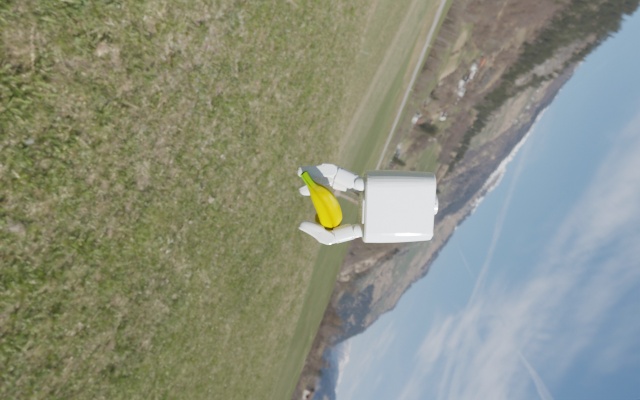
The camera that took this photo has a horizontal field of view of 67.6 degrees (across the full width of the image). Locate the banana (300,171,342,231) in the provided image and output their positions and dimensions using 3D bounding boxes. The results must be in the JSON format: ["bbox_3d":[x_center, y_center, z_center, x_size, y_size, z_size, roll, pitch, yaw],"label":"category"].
[{"bbox_3d":[0.008,0.016,0.761,0.037,0.069,0.198,-27,-22,-6],"label":"banana"}]
